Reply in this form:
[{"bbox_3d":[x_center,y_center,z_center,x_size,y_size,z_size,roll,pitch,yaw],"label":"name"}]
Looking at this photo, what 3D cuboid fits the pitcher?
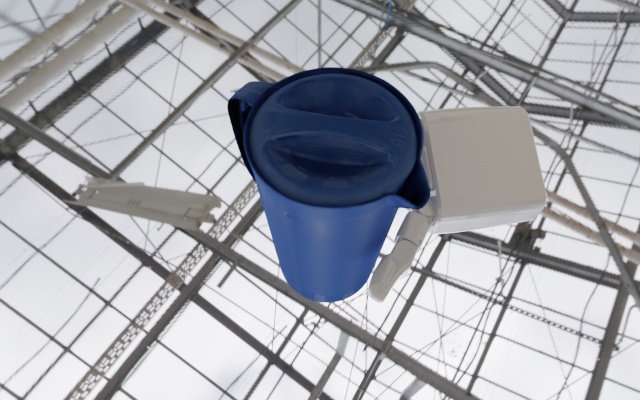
[{"bbox_3d":[0.000,0.002,0.453,0.145,0.149,0.243,-8,-31,-6],"label":"pitcher"}]
